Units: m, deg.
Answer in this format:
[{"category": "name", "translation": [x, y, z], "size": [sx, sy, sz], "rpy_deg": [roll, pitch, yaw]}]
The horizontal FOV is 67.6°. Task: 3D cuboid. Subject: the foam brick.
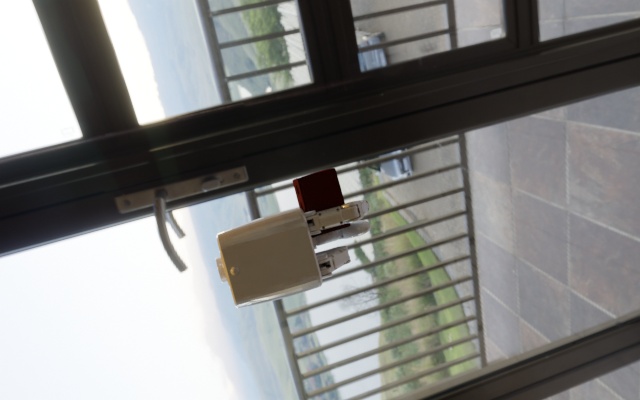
[{"category": "foam brick", "translation": [0.000, 0.002, 0.609], "size": [0.051, 0.078, 0.053], "rpy_deg": [-15, 3, -9]}]
